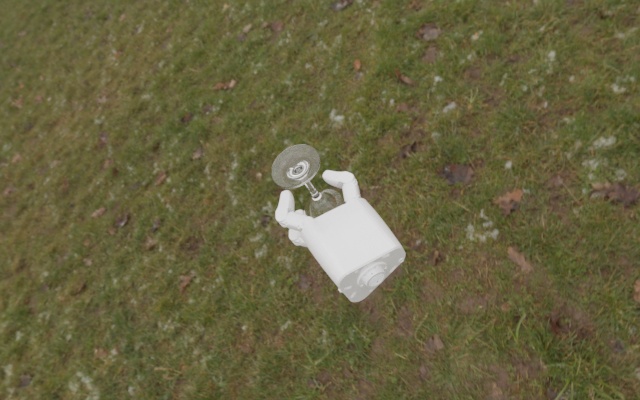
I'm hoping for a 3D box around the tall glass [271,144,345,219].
[{"bbox_3d":[0.000,0.002,0.743,0.079,0.079,0.201,0,-30,24],"label":"tall glass"}]
